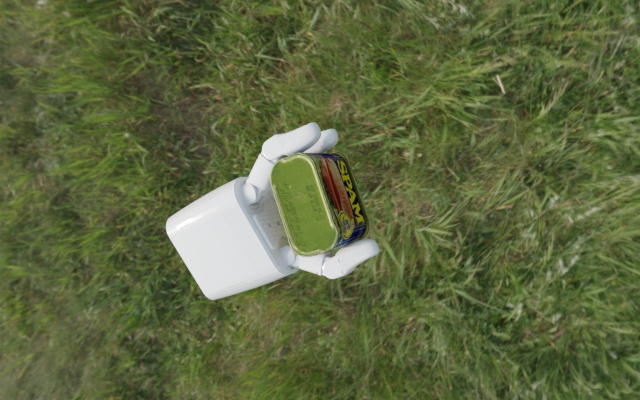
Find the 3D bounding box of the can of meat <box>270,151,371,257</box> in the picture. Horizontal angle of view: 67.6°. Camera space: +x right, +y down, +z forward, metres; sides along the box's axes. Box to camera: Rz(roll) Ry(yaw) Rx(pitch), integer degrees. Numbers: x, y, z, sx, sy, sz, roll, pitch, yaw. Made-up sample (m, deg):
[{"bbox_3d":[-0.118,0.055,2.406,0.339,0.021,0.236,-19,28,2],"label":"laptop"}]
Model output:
[{"bbox_3d":[0.000,0.002,0.476,0.057,0.102,0.084,-21,-5,25],"label":"can of meat"}]
